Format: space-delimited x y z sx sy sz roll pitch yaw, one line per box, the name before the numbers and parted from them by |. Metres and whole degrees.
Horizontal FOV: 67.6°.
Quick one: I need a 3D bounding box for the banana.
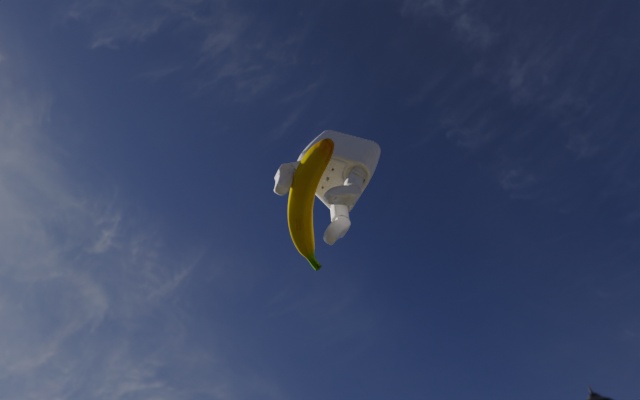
banana | -0.016 0.000 0.678 0.069 0.198 0.037 18 28 28
